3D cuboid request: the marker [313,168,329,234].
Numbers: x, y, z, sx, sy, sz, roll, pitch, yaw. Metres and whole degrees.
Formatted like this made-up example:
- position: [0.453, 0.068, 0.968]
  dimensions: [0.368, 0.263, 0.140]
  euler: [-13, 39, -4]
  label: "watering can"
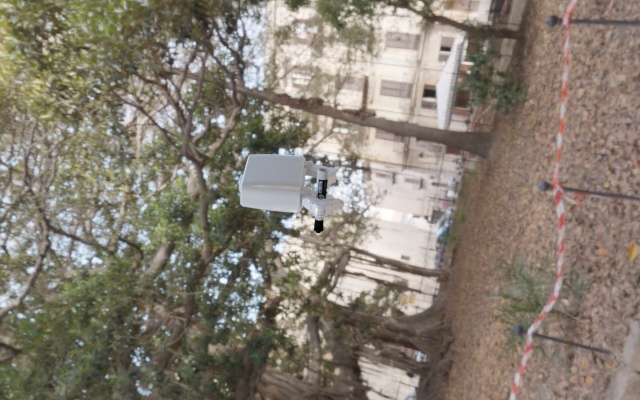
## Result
- position: [0.000, 0.003, 0.833]
  dimensions: [0.020, 0.121, 0.020]
  euler: [4, 24, -2]
  label: "marker"
